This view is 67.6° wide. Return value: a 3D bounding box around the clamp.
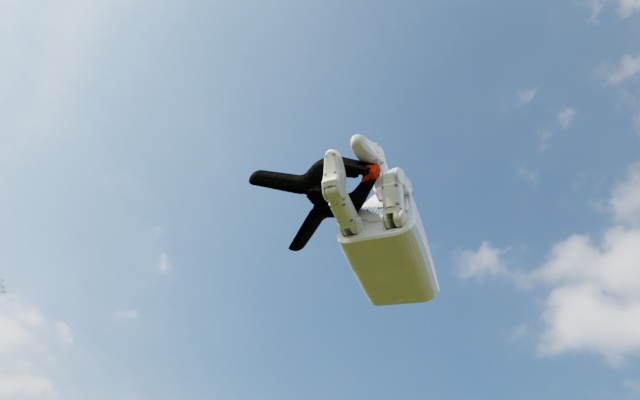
[{"bbox_3d":[0.000,0.002,0.602,0.171,0.120,0.039,-11,26,29],"label":"clamp"}]
